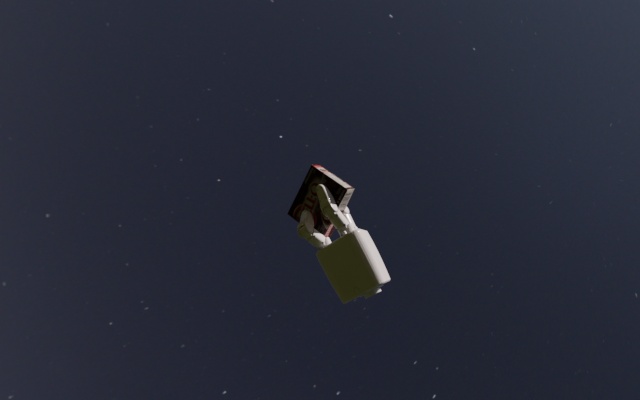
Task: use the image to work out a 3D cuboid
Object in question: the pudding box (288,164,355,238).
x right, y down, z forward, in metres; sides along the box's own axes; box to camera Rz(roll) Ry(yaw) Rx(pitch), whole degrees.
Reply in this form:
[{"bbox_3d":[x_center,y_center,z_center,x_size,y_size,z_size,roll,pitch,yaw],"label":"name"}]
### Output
[{"bbox_3d":[0.000,0.003,0.891,0.090,0.113,0.039,36,18,25],"label":"pudding box"}]
